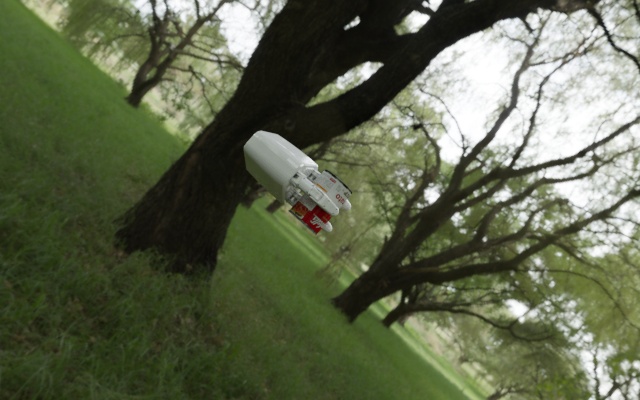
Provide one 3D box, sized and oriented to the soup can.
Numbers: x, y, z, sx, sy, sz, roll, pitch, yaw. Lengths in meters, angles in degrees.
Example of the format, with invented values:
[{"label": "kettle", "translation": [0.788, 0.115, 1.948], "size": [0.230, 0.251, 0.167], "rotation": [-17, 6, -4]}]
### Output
[{"label": "soup can", "translation": [0.001, 0.003, 0.865], "size": [0.068, 0.102, 0.068], "rotation": [41, -3, 3]}]
